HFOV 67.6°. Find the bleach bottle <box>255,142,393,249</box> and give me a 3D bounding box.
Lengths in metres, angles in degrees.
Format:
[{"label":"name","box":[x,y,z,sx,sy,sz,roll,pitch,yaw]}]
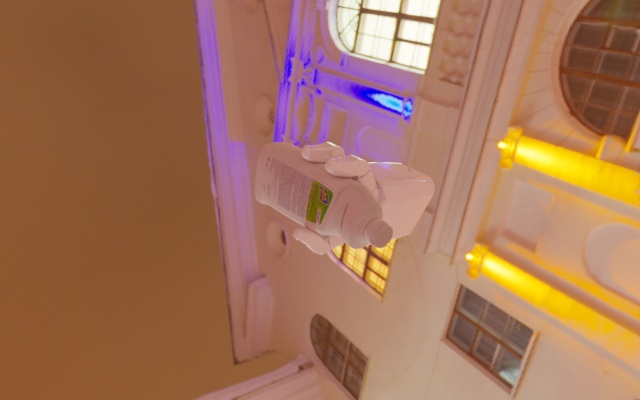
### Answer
[{"label":"bleach bottle","box":[0.000,0.002,0.638,0.068,0.103,0.250,-8,27,-35]}]
